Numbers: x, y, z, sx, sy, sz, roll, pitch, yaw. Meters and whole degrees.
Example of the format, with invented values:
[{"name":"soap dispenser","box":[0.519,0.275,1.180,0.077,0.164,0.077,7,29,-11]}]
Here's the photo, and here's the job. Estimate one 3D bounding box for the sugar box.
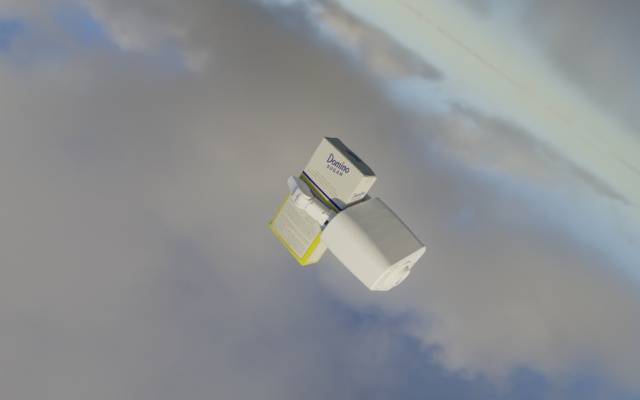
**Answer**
[{"name":"sugar box","box":[0.000,0.003,0.717,0.093,0.176,0.048,47,26,25]}]
